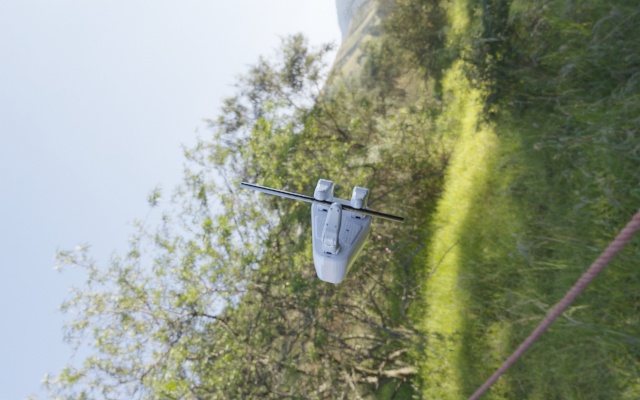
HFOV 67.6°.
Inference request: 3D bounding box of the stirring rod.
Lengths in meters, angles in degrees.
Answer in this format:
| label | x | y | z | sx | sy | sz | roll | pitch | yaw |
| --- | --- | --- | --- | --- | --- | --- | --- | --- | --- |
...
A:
| label | x | y | z | sx | sy | sz | roll | pitch | yaw |
| --- | --- | --- | --- | --- | --- | --- | --- | --- | --- |
| stirring rod | 0.000 | 0.002 | 0.686 | 0.239 | 0.011 | 0.011 | 12 | 2 | 8 |
